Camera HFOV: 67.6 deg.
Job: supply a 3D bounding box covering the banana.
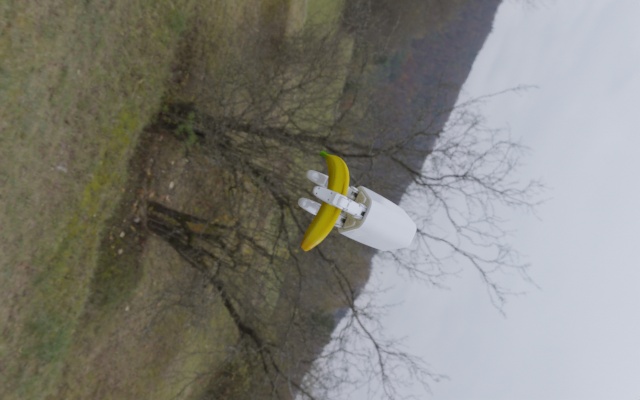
[{"bbox_3d":[0.014,-0.002,0.856,0.069,0.197,0.037,-9,-30,43],"label":"banana"}]
